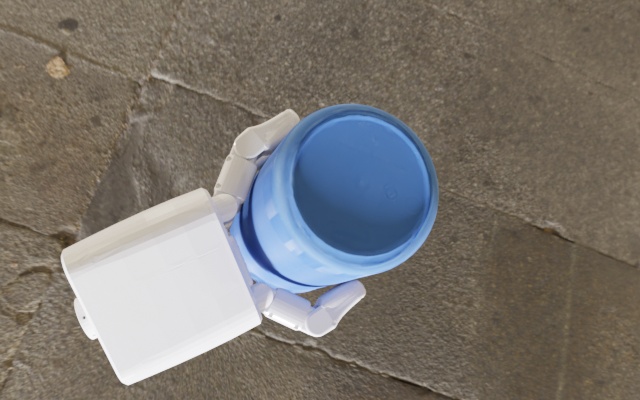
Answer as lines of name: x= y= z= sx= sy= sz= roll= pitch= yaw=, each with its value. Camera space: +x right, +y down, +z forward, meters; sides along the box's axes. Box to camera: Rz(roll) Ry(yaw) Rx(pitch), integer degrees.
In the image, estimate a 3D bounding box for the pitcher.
pitcher: x=0.000 y=0.001 z=0.402 sx=0.145 sy=0.149 sz=0.243 roll=-23 pitch=-4 yaw=-17
